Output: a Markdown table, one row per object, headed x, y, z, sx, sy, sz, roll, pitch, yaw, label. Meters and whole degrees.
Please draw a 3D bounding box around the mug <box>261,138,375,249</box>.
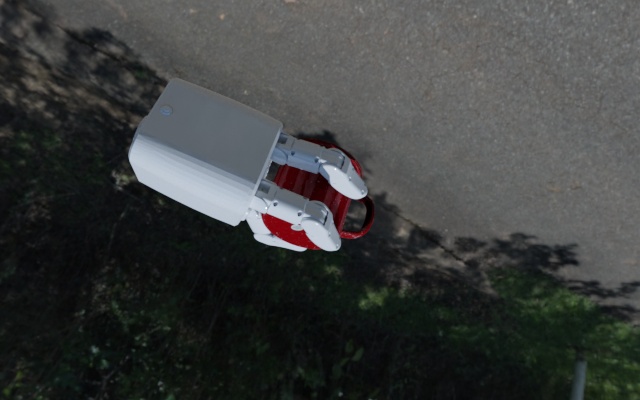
| x | y | z | sx | sy | sz | roll | pitch | yaw | label |
| --- | --- | --- | --- | --- | --- | --- | --- | --- | --- |
| 0.001 | 0.002 | 0.493 | 0.117 | 0.081 | 0.093 | 24 | -31 | -9 | mug |
